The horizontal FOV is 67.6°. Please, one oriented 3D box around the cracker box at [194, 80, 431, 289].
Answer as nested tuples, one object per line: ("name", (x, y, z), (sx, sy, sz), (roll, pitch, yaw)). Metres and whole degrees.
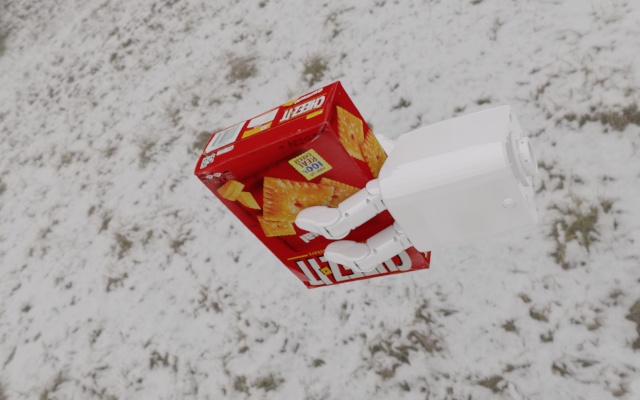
("cracker box", (0.000, 0.001, 0.501), (0.164, 0.072, 0.214), (-15, -50, 31))
